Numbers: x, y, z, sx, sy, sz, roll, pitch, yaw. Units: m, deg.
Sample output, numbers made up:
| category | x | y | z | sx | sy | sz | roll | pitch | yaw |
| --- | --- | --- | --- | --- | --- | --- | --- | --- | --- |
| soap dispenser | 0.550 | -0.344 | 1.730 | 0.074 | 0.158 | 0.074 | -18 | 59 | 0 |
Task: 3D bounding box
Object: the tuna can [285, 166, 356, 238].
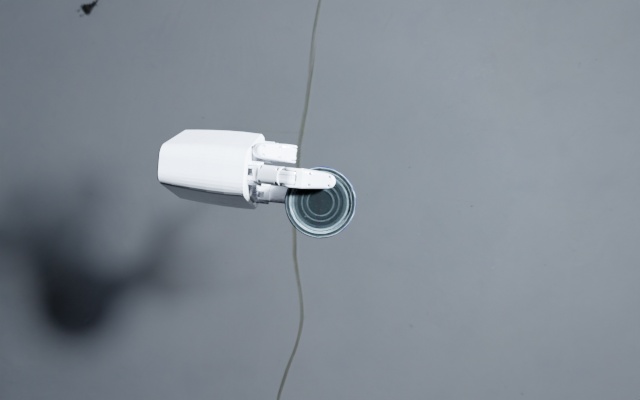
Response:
| category | x | y | z | sx | sy | sz | roll | pitch | yaw |
| --- | --- | --- | --- | --- | --- | --- | --- | --- | --- |
| tuna can | 0.000 | 0.002 | 0.571 | 0.086 | 0.086 | 0.034 | 0 | 1 | 0 |
